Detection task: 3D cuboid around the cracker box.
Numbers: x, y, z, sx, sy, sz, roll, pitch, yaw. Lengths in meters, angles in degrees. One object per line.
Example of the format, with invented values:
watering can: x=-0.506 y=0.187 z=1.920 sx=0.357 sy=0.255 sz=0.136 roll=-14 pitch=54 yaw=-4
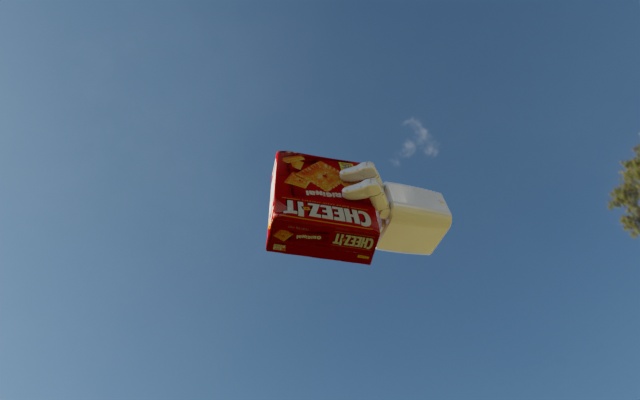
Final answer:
cracker box: x=0.000 y=0.003 z=0.788 sx=0.164 sy=0.072 sz=0.213 roll=8 pitch=32 yaw=-8
